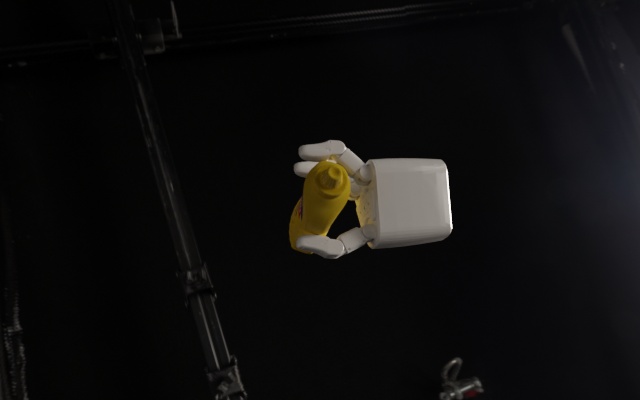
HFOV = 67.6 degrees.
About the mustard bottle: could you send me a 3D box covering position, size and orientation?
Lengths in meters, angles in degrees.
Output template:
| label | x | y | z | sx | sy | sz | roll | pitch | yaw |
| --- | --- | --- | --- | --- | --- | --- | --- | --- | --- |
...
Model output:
| label | x | y | z | sx | sy | sz | roll | pitch | yaw |
| --- | --- | --- | --- | --- | --- | --- | --- | --- | --- |
| mustard bottle | 0.000 | 0.002 | 0.632 | 0.058 | 0.096 | 0.192 | 19 | -23 | -4 |
